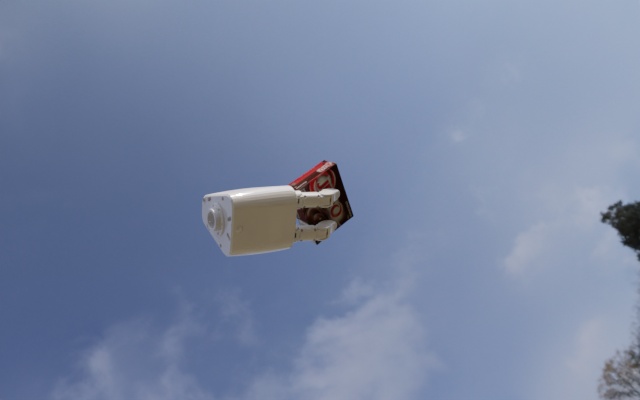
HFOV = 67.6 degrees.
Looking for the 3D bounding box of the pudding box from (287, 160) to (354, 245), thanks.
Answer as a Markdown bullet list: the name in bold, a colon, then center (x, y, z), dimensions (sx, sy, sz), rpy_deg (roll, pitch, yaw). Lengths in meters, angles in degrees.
- **pudding box**: center (0.000, 0.003, 0.797), dimensions (0.090, 0.114, 0.039), rpy_deg (-36, 36, -24)
